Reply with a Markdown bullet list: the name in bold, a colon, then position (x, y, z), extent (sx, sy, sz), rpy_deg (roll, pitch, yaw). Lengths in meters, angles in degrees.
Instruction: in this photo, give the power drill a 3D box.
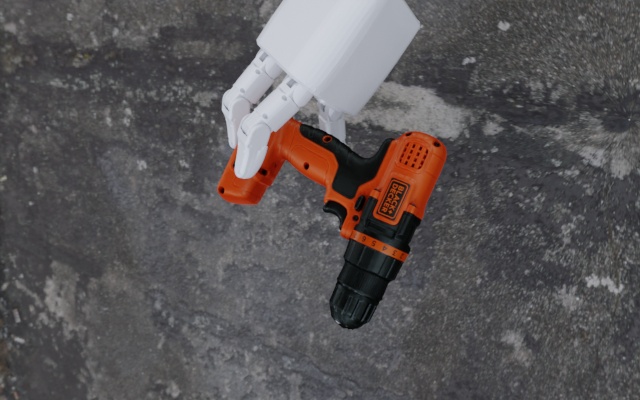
- **power drill**: position (0.000, 0.001, 0.445), extent (0.187, 0.184, 0.057), rpy_deg (24, -3, 19)
